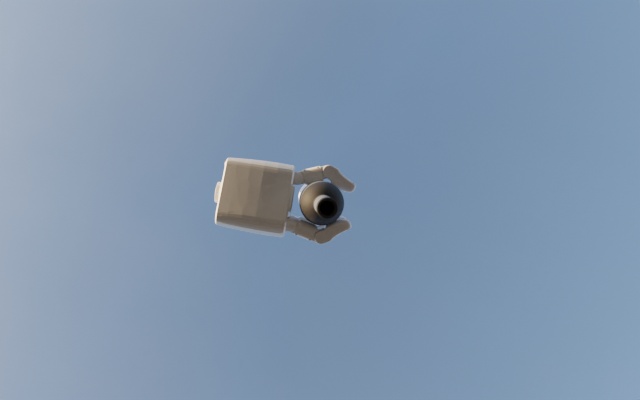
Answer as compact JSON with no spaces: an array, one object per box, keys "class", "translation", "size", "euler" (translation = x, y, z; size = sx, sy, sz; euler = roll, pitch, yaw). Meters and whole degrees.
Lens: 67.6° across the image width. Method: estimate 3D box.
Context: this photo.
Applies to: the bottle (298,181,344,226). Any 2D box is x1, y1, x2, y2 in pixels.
[{"class":"bottle","translation":[0.000,0.002,0.749],"size":[0.069,0.069,0.295],"euler":[0,3,-3]}]
